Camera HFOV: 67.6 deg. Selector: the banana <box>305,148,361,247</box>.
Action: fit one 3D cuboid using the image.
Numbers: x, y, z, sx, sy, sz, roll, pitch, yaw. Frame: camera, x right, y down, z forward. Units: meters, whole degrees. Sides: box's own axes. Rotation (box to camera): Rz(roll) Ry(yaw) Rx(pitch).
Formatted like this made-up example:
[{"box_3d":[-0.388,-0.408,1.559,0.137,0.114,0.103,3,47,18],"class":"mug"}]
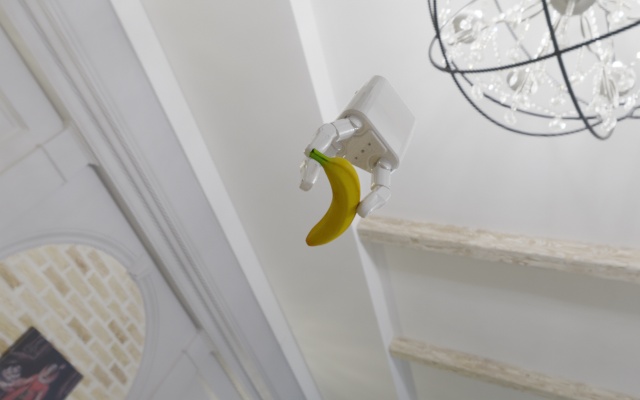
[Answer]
[{"box_3d":[0.018,0.006,0.644,0.069,0.037,0.198,18,-40,11],"class":"banana"}]
